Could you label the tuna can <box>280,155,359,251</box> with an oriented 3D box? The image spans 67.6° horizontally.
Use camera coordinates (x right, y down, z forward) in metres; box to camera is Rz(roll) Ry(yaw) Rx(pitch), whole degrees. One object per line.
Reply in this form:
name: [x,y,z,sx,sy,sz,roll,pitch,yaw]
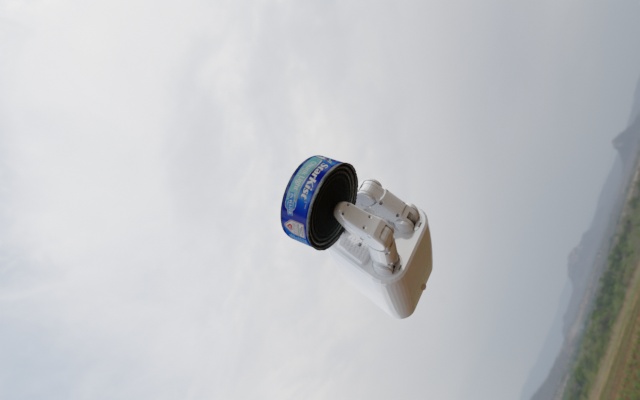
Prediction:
tuna can: [0.000,0.001,0.448,0.033,0.086,0.086,20,10,28]
